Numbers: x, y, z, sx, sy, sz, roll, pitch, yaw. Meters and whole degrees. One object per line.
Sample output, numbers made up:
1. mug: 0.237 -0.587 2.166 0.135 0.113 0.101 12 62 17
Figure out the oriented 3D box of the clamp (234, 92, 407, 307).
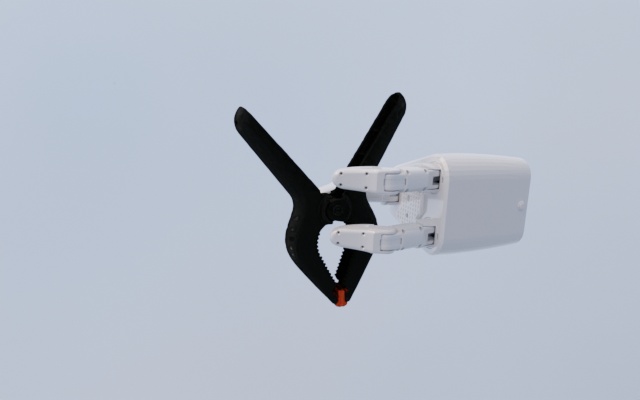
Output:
1. clamp: 0.000 0.002 0.454 0.164 0.210 0.036 -2 14 -19
